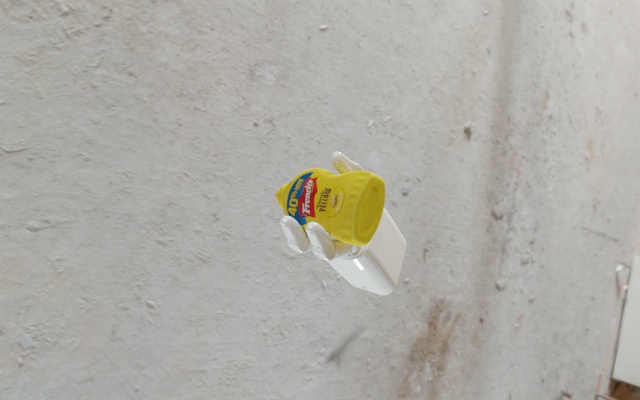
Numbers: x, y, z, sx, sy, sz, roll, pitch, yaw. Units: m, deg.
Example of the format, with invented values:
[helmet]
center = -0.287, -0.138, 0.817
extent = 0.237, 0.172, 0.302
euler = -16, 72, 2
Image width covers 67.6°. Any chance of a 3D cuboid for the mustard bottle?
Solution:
[mustard bottle]
center = 0.000, 0.002, 0.680
extent = 0.058, 0.096, 0.191
euler = 20, -8, -42
